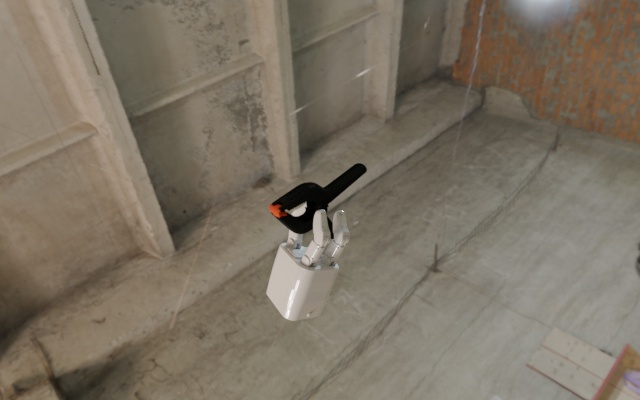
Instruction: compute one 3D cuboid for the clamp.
[{"bbox_3d":[-0.001,0.003,0.851,0.036,0.164,0.210,29,15,39],"label":"clamp"}]
